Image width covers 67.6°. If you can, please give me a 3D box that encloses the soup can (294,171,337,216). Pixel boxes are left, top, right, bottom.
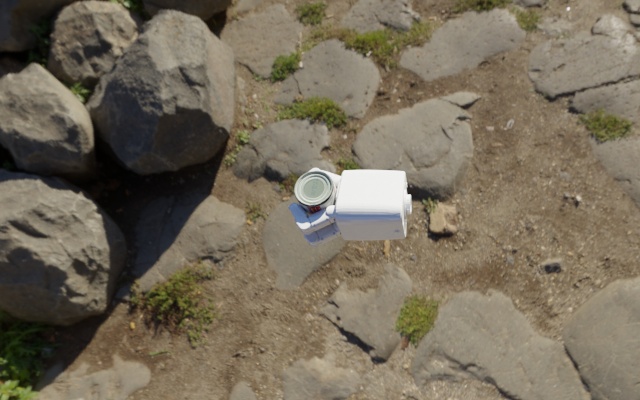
[{"bbox_3d":[0.000,0.002,0.813,0.068,0.068,0.102,0,-27,15],"label":"soup can"}]
